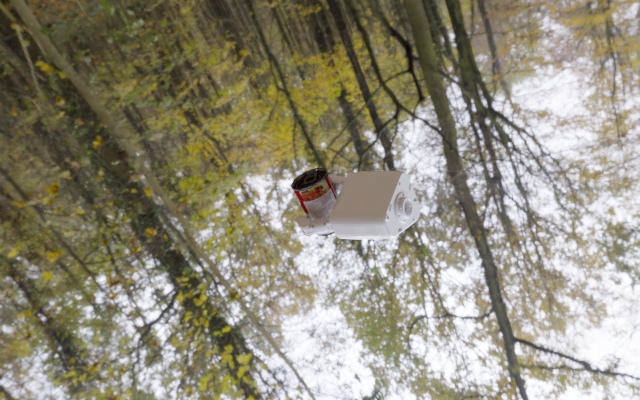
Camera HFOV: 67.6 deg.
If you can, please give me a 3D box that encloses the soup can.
[{"bbox_3d":[0.000,0.003,0.837,0.068,0.102,0.068,-21,27,11],"label":"soup can"}]
